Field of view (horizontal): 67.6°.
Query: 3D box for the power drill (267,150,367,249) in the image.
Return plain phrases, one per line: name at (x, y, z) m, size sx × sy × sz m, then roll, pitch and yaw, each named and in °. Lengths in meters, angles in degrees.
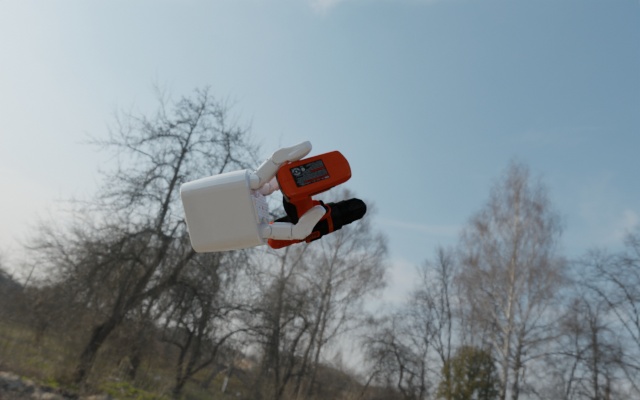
power drill at (0.000, 0.002, 0.757) m, size 0.184 × 0.057 × 0.188 m, roll -20°, pitch -29°, yaw -16°
